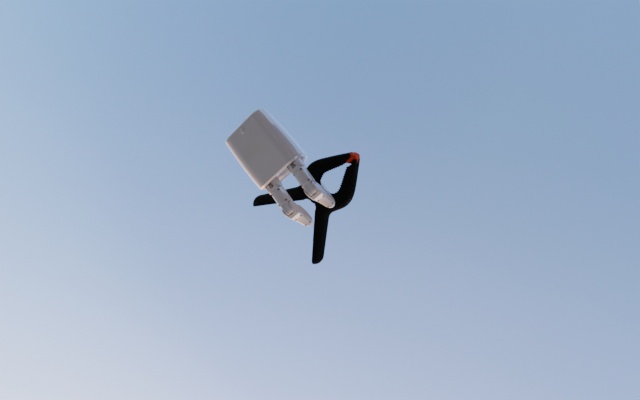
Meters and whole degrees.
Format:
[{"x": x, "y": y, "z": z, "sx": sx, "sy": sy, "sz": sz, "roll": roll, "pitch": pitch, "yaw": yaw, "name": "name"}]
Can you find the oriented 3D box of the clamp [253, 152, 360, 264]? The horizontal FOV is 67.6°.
[{"x": 0.001, "y": 0.002, "z": 0.834, "sx": 0.210, "sy": 0.164, "sz": 0.036, "roll": -40, "pitch": 0, "yaw": 22, "name": "clamp"}]
